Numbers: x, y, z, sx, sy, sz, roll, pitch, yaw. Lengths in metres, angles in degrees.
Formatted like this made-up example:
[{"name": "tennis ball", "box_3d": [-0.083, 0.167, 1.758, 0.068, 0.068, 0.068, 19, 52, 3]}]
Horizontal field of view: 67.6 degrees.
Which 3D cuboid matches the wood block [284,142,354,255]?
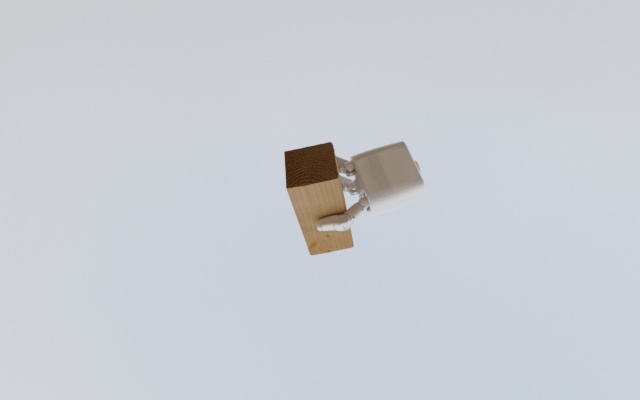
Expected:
[{"name": "wood block", "box_3d": [0.001, 0.003, 0.882, 0.090, 0.090, 0.206, -11, -40, 4]}]
